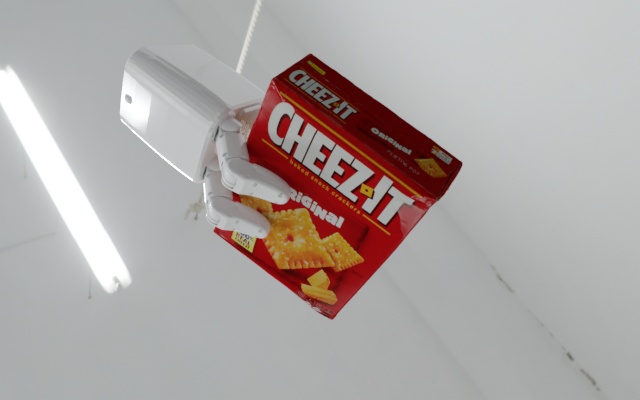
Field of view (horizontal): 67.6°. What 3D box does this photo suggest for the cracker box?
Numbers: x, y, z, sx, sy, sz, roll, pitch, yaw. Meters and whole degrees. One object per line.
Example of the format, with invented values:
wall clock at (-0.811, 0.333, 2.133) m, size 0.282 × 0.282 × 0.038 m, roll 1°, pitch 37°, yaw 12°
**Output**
cracker box at (0.000, 0.001, 0.455) m, size 0.164 × 0.214 × 0.072 m, roll 37°, pitch 45°, yaw 5°
